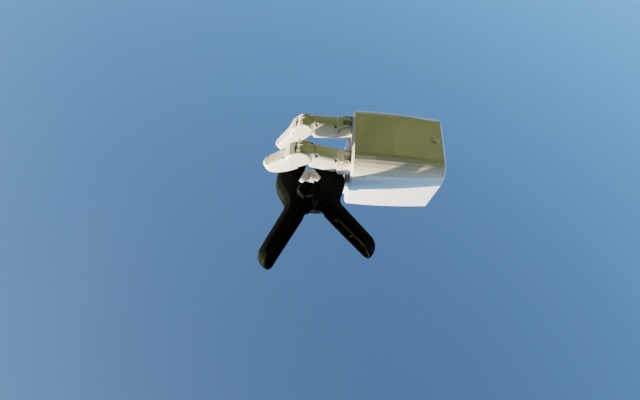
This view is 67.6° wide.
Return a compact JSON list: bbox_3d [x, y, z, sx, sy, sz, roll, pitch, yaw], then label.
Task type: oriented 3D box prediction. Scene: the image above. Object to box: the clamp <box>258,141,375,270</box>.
[{"bbox_3d":[0.000,0.002,0.533,0.120,0.171,0.039,4,-36,1],"label":"clamp"}]
